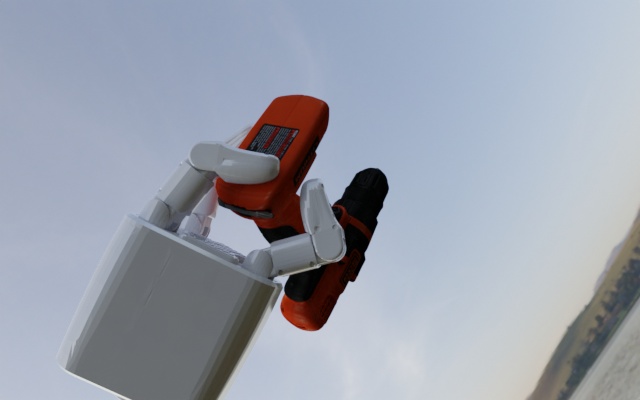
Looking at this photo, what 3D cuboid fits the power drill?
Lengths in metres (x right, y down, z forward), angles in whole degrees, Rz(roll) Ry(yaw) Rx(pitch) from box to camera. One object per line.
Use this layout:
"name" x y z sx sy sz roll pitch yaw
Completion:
"power drill" 0.000 0.001 0.419 0.057 0.184 0.188 11 -32 31
